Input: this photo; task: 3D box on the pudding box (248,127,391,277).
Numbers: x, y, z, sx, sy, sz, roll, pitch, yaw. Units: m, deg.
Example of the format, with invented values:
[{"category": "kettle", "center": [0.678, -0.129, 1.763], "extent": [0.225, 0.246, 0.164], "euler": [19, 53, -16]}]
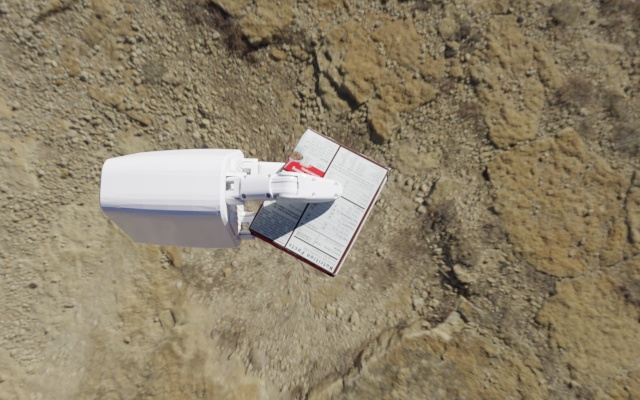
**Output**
[{"category": "pudding box", "center": [0.000, 0.001, 0.441], "extent": [0.090, 0.113, 0.039], "euler": [28, -5, 6]}]
